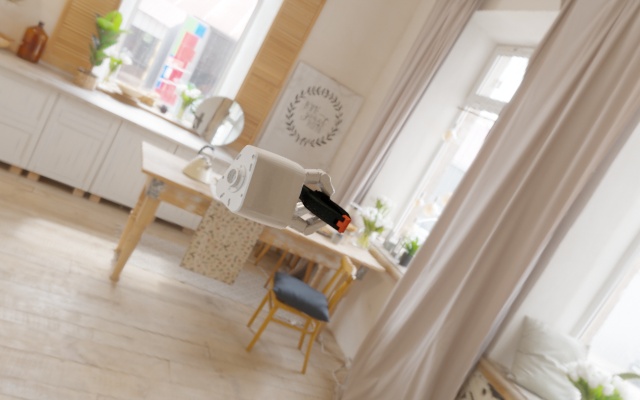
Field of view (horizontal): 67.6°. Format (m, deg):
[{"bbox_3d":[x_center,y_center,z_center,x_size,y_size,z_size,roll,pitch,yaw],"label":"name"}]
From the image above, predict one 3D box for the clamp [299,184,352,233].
[{"bbox_3d":[0.001,0.002,0.883,0.164,0.036,0.210,21,12,-43],"label":"clamp"}]
